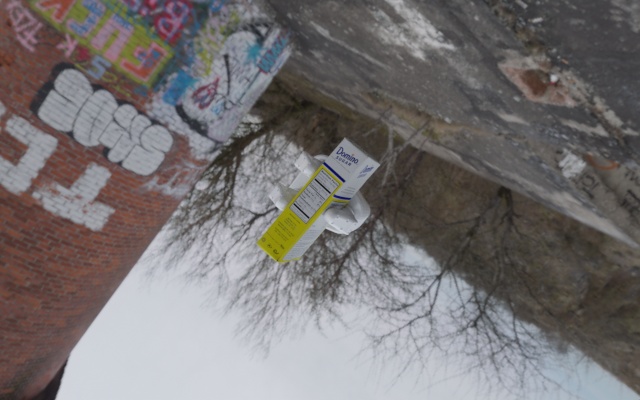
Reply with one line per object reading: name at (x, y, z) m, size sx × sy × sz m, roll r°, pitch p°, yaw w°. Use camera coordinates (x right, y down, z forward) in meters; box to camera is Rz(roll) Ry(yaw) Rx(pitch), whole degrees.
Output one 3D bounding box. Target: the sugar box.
sugar box at (0.000, 0.002, 0.625) m, size 0.048 × 0.176 × 0.093 m, roll 40°, pitch 8°, yaw 14°
